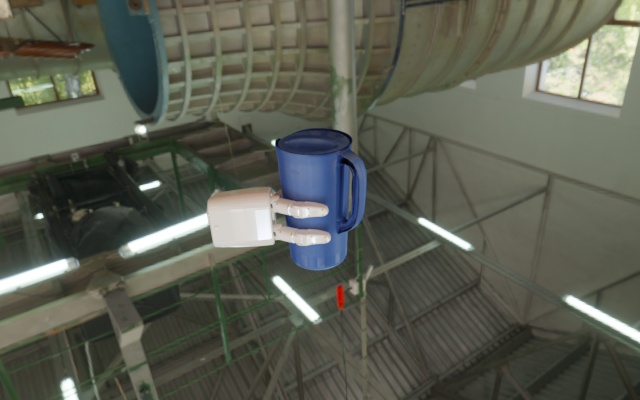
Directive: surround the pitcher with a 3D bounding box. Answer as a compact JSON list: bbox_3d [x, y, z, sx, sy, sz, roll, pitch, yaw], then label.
[{"bbox_3d":[0.000,0.003,0.856,0.145,0.243,0.149,-4,27,-3],"label":"pitcher"}]
